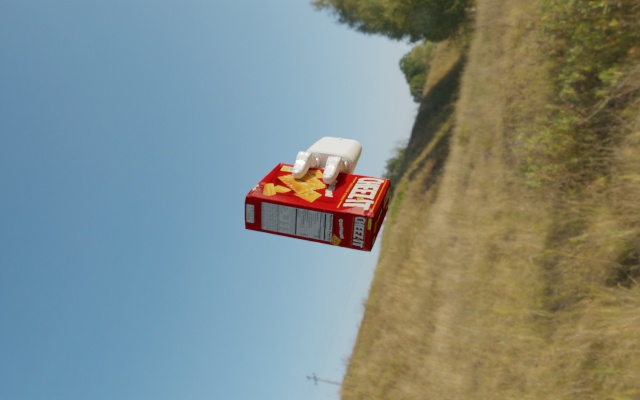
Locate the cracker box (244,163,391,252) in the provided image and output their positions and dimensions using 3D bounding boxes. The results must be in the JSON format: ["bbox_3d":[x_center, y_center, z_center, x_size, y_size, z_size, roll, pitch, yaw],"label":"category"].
[{"bbox_3d":[0.000,0.003,0.814,0.213,0.072,0.164,9,26,14],"label":"cracker box"}]
